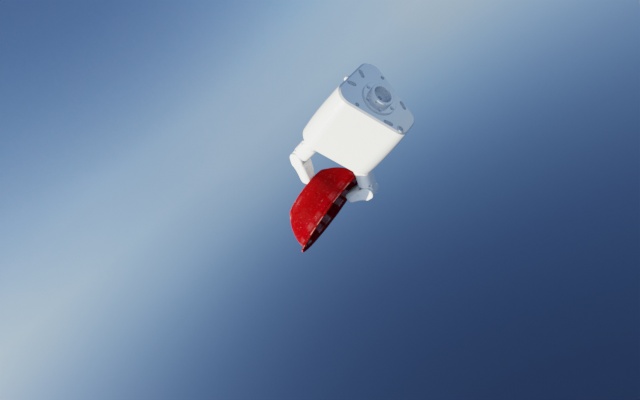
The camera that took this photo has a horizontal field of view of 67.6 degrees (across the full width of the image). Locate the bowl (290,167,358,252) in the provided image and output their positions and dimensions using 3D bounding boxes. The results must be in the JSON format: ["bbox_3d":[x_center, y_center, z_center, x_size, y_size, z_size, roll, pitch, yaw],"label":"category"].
[{"bbox_3d":[-0.001,0.003,0.760,0.055,0.162,0.162,36,5,8],"label":"bowl"}]
